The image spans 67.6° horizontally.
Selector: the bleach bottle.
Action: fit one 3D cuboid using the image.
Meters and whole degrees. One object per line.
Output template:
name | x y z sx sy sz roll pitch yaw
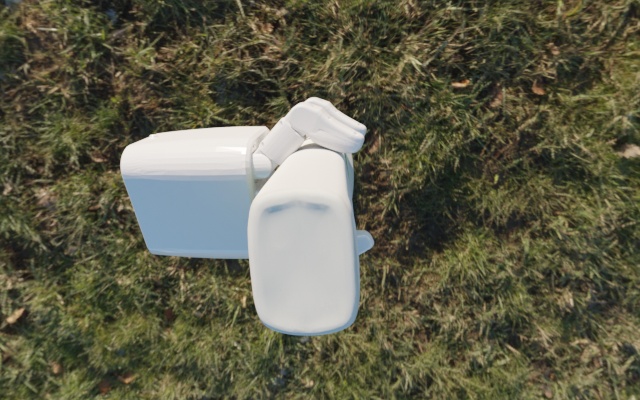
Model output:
bleach bottle | 0.000 0.001 0.405 0.068 0.102 0.250 -2 17 6
